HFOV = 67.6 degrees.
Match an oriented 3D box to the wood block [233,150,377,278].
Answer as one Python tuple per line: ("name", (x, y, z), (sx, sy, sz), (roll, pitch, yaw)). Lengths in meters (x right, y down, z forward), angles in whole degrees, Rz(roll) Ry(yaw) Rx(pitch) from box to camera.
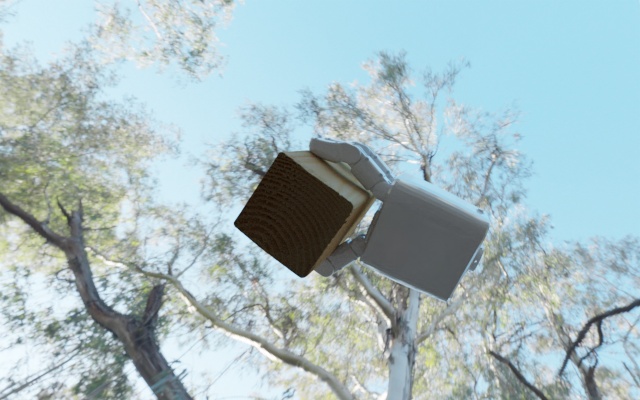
("wood block", (0.000, 0.002, 0.541), (0.090, 0.091, 0.206), (37, 15, 9))
